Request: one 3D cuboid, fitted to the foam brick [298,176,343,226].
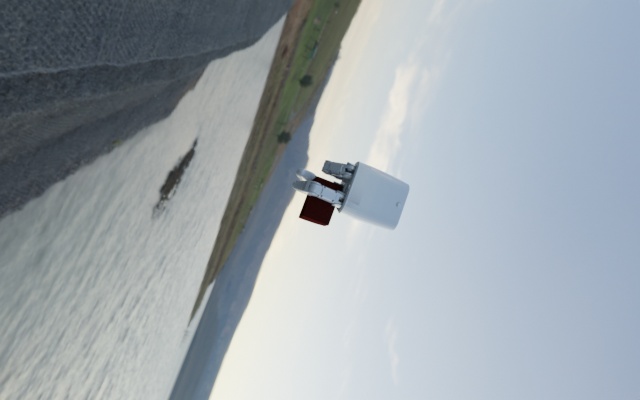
[{"bbox_3d":[0.000,0.003,0.863,0.051,0.078,0.053,22,-8,-8],"label":"foam brick"}]
